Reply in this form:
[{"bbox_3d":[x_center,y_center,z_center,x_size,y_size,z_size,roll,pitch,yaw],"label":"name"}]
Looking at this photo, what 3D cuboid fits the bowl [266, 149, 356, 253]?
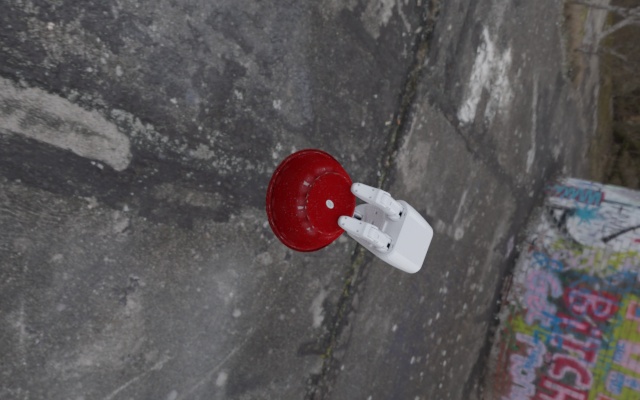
[{"bbox_3d":[-0.001,0.002,0.719,0.162,0.162,0.055,0,4,-36],"label":"bowl"}]
